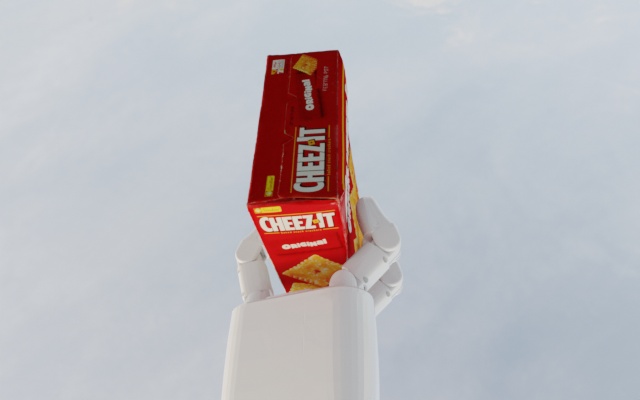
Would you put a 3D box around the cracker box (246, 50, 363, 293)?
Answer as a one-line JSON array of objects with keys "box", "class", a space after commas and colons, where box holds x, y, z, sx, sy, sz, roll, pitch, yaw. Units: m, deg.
[{"box": [0.000, 0.002, 0.436, 0.072, 0.164, 0.214, -4, -38, 6], "class": "cracker box"}]
